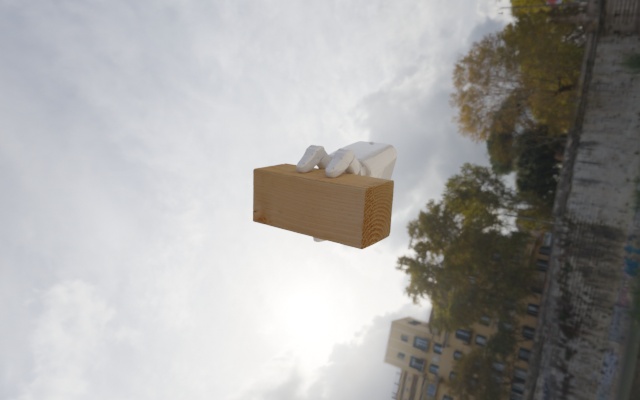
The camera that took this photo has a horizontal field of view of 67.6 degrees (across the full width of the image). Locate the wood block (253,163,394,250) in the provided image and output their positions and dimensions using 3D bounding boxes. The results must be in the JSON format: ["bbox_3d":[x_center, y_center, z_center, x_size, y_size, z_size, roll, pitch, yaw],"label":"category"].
[{"bbox_3d":[0.000,0.003,0.746,0.206,0.091,0.090,11,17,34],"label":"wood block"}]
